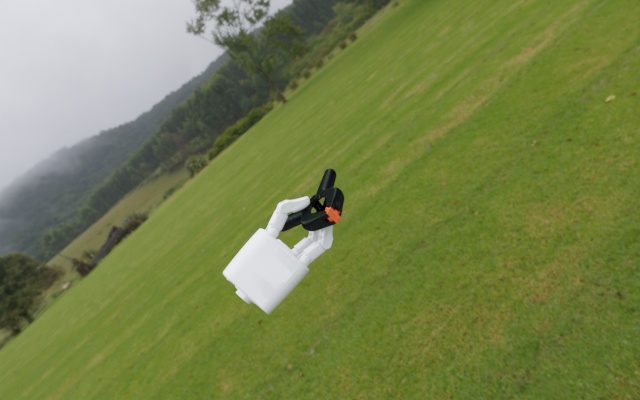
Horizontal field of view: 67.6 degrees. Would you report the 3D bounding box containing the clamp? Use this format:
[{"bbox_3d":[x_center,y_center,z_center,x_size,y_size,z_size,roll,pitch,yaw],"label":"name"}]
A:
[{"bbox_3d":[0.000,0.003,0.888,0.036,0.164,0.210,44,-12,-17],"label":"clamp"}]
